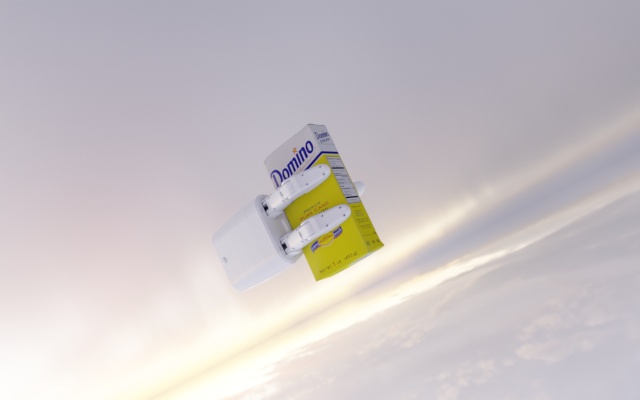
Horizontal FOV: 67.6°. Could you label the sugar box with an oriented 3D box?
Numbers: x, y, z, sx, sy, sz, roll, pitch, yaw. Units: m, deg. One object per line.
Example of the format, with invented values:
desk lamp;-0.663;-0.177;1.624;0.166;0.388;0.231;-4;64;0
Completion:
sugar box;0.000;0.002;0.602;0.093;0.176;0.048;-34;-14;33
